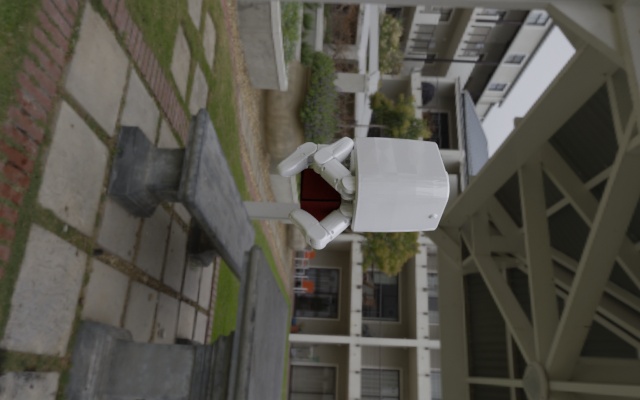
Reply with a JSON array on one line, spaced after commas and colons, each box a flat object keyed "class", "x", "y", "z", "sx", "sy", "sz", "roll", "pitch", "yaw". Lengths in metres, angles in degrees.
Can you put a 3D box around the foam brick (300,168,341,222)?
[{"class": "foam brick", "x": 0.000, "y": 0.002, "z": 0.622, "sx": 0.051, "sy": 0.053, "sz": 0.078, "roll": 1, "pitch": -35, "yaw": -1}]
